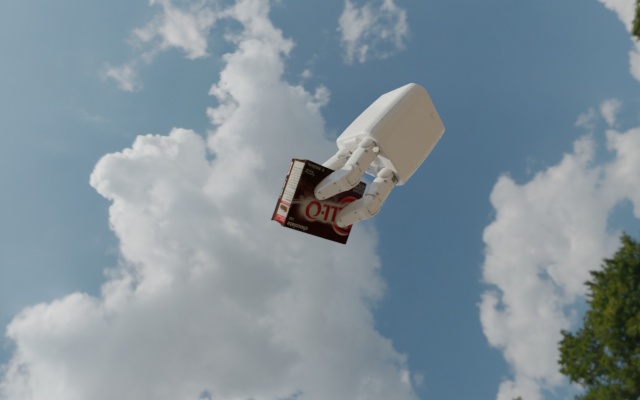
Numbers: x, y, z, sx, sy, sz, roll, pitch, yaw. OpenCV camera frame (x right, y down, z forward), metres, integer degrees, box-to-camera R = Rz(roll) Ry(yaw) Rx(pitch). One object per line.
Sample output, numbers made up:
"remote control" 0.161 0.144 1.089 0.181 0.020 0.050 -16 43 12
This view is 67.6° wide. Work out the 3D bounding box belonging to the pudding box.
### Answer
"pudding box" 0.000 0.002 0.635 0.113 0.090 0.039 19 -1 -36
